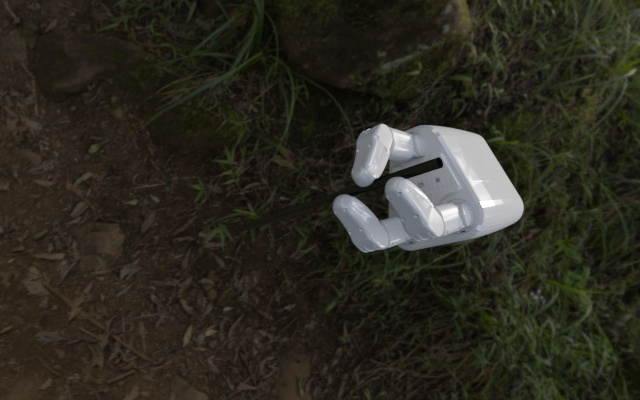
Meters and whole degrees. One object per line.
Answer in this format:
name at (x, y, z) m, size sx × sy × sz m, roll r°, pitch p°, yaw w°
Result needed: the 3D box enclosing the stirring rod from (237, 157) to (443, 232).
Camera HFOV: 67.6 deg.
stirring rod at (0.000, 0.001, 0.417) m, size 0.239 × 0.011 × 0.011 m, roll -18°, pitch -13°, yaw 43°
